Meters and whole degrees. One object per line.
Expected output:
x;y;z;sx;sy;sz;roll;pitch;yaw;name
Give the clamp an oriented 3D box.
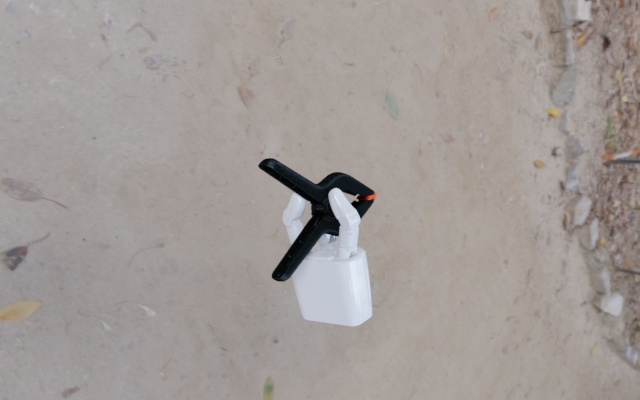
0.001;0.002;0.680;0.210;0.164;0.036;-23;19;-39;clamp
